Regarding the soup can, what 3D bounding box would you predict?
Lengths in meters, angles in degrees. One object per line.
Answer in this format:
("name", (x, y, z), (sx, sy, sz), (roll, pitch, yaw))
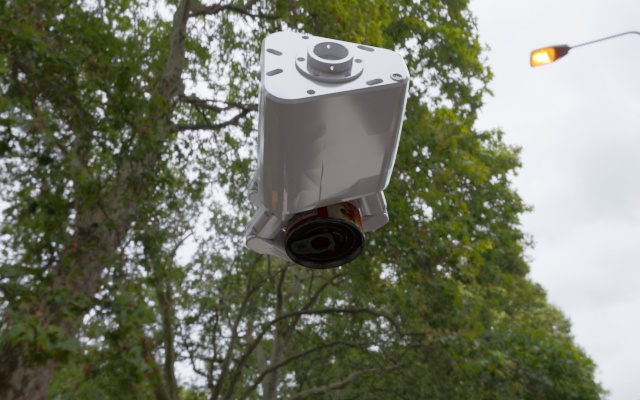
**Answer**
("soup can", (0.000, 0.002, 0.436), (0.068, 0.102, 0.069), (-3, -43, -3))
